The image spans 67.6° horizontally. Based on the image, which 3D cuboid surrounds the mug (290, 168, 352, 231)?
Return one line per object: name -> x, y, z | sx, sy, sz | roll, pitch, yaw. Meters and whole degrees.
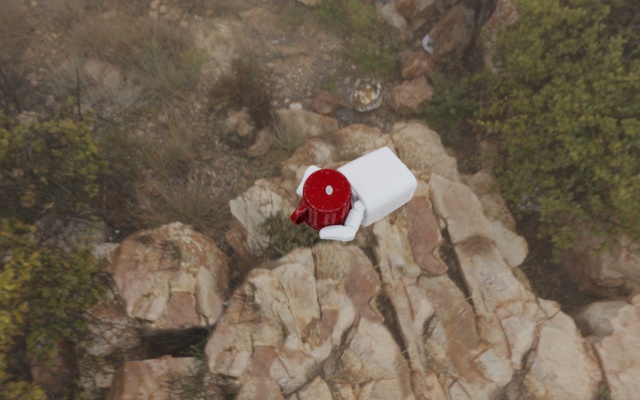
mug -> -0.001, 0.003, 0.810 | 0.117, 0.093, 0.081 | -29, -18, -12
